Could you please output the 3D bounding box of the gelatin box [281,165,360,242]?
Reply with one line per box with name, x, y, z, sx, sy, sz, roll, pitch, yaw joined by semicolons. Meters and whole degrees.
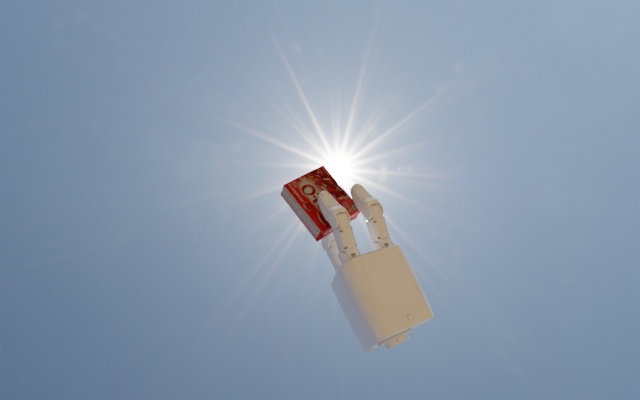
gelatin box;0.000;0.002;0.665;0.073;0.089;0.030;-29;-19;-31
